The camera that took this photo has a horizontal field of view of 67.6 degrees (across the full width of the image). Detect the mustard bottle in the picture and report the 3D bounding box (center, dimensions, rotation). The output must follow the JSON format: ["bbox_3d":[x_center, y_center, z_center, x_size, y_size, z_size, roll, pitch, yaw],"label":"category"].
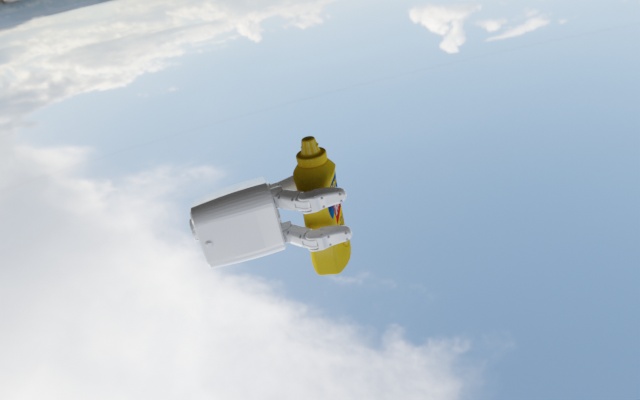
[{"bbox_3d":[0.000,0.002,0.660,0.058,0.192,0.096,-5,30,13],"label":"mustard bottle"}]
